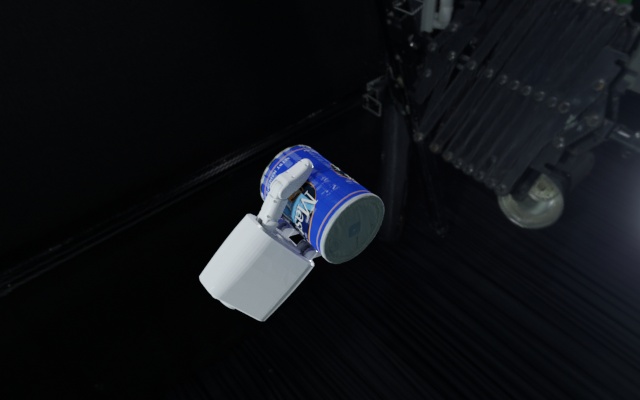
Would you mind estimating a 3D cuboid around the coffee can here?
[{"bbox_3d":[0.000,0.002,0.639,0.103,0.103,0.140,0,31,-47],"label":"coffee can"}]
